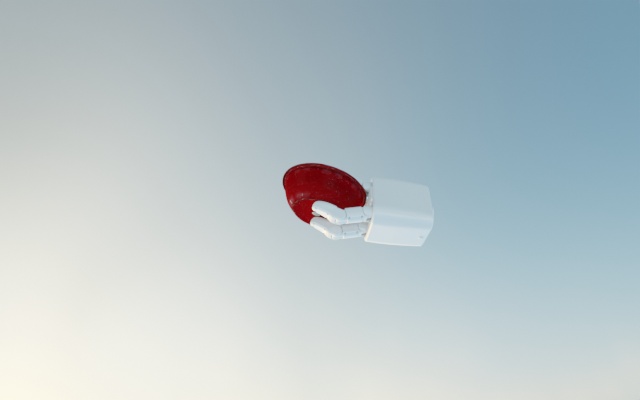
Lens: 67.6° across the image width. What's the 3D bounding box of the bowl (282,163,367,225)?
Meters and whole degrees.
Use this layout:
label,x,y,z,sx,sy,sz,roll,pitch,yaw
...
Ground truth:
label,x,y,z,sx,sy,sz,roll,pitch,yaw
bowl,-0.001,0.003,0.874,0.162,0.055,0.162,12,-33,8
